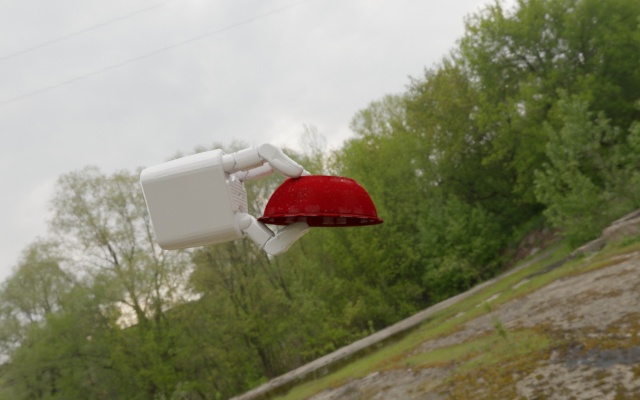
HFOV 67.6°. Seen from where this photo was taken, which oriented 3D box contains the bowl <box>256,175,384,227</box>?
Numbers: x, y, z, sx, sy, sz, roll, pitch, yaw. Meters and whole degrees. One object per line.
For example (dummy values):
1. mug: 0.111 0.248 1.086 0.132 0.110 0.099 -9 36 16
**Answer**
1. bowl: 0.001 0.002 0.613 0.162 0.055 0.162 1 -7 0
